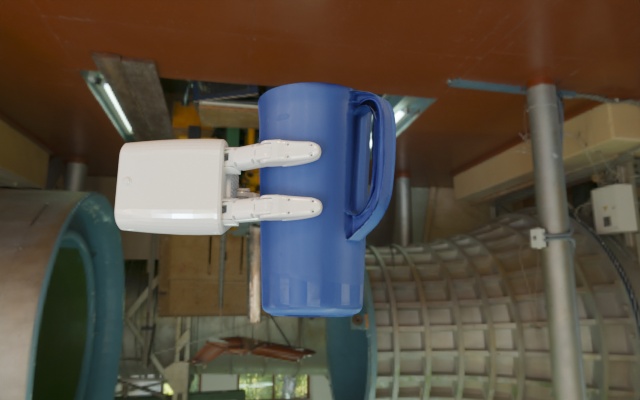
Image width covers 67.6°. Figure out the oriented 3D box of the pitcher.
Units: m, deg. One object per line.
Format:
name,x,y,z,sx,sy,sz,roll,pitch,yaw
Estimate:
pitcher,0.000,0.002,0.523,0.145,0.242,0.149,1,-11,-2
